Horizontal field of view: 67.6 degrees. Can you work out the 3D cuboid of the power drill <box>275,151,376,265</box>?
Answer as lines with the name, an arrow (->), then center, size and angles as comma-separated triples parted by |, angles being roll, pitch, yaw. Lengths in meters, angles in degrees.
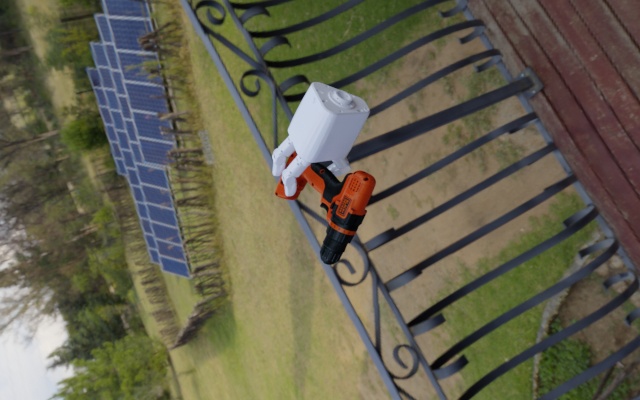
power drill -> 0.000, 0.002, 0.894 | 0.187, 0.184, 0.057 | 33, 16, 32
